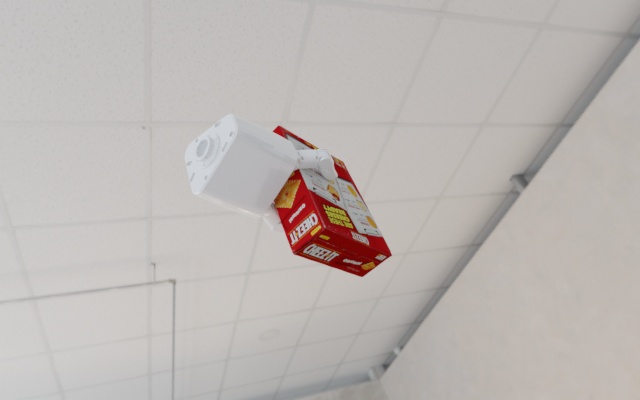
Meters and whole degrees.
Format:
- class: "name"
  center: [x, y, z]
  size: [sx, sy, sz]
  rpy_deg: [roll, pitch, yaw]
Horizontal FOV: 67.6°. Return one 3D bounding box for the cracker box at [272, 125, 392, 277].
- class: "cracker box"
  center: [0.000, 0.002, 0.737]
  size: [0.072, 0.213, 0.164]
  rpy_deg: [-42, -41, 22]
